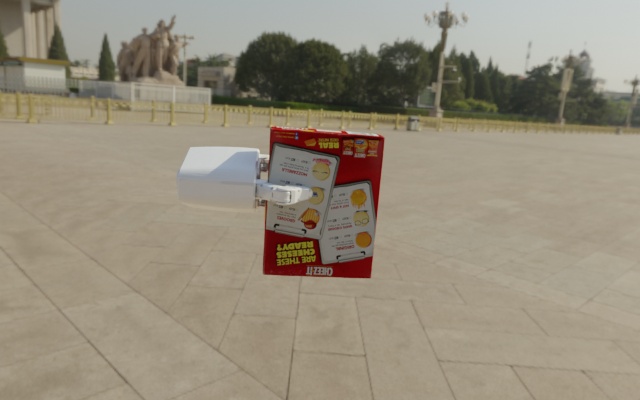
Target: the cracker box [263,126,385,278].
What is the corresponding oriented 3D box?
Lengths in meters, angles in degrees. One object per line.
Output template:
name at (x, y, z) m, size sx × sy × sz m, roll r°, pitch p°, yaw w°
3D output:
cracker box at (0.000, 0.002, 0.712) m, size 0.164 × 0.214 × 0.072 m, roll 3°, pitch 12°, yaw -6°
